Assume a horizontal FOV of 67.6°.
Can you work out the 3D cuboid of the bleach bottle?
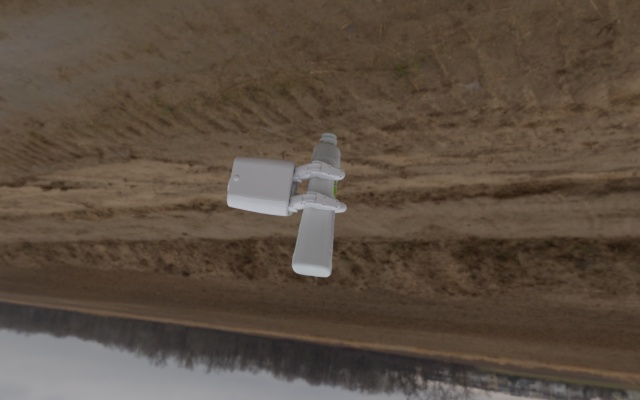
[{"bbox_3d":[0.000,0.003,0.850,0.068,0.250,0.103,7,-18,3],"label":"bleach bottle"}]
